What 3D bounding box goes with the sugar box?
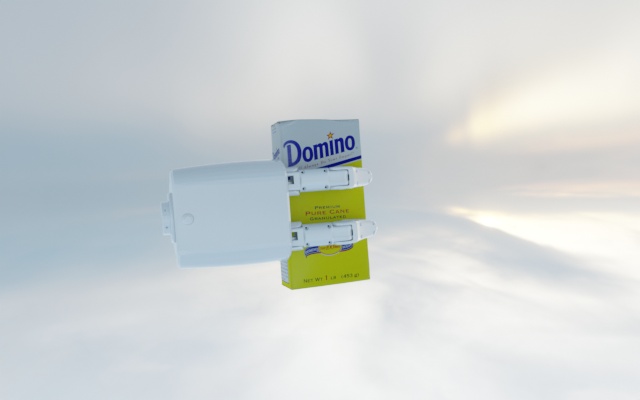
[{"bbox_3d":[0.000,0.002,0.518,0.093,0.176,0.048,-5,3,-19],"label":"sugar box"}]
